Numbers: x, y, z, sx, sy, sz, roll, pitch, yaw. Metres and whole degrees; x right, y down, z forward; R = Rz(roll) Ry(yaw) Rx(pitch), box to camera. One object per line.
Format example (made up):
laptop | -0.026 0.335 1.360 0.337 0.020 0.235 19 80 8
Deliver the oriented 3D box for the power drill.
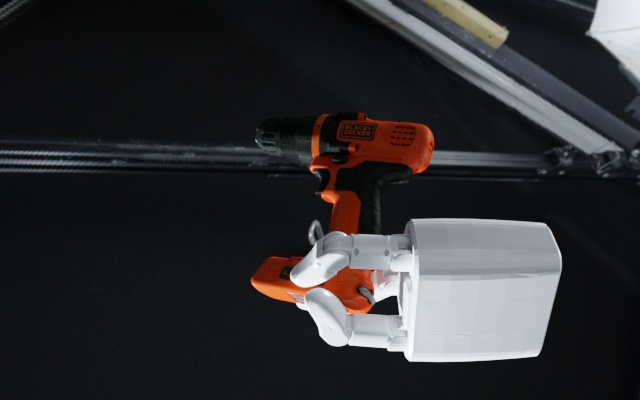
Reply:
power drill | 0.000 0.002 0.449 0.184 0.187 0.057 7 -22 24
